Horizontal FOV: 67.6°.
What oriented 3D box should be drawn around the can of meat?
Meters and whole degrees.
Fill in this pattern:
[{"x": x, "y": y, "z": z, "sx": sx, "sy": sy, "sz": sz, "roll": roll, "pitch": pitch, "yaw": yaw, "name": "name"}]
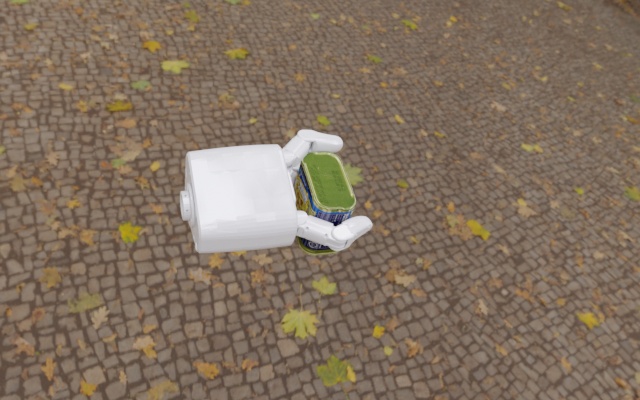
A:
[{"x": 0.000, "y": 0.002, "z": 0.589, "sx": 0.057, "sy": 0.102, "sz": 0.084, "roll": -3, "pitch": -41, "yaw": -19, "name": "can of meat"}]
